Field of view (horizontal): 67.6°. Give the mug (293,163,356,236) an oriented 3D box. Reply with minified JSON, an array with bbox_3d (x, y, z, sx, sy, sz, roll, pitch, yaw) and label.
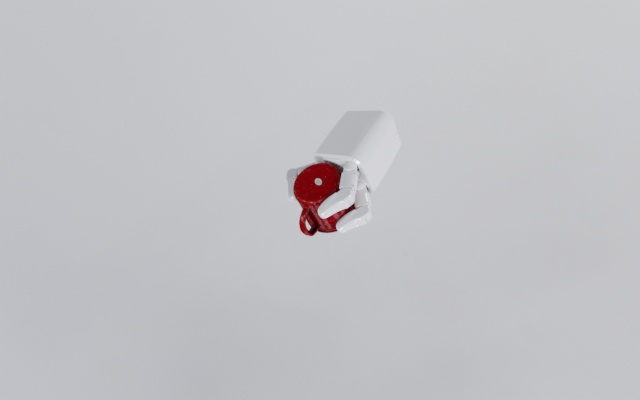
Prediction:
[{"bbox_3d":[-0.001,0.004,0.769,0.093,0.117,0.081,20,-24,32],"label":"mug"}]
